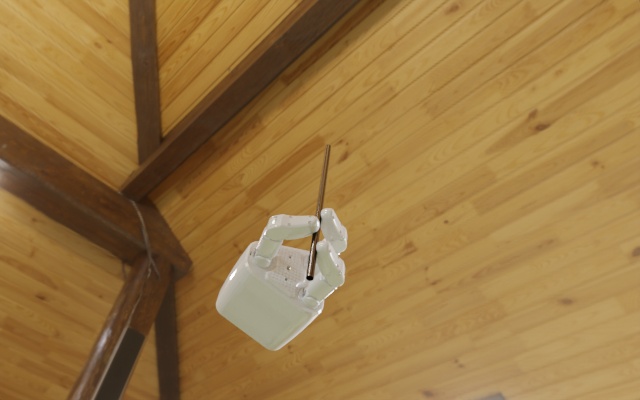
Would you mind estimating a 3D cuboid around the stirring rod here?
[{"bbox_3d":[0.000,0.002,0.574,0.011,0.011,0.239,0,40,7],"label":"stirring rod"}]
